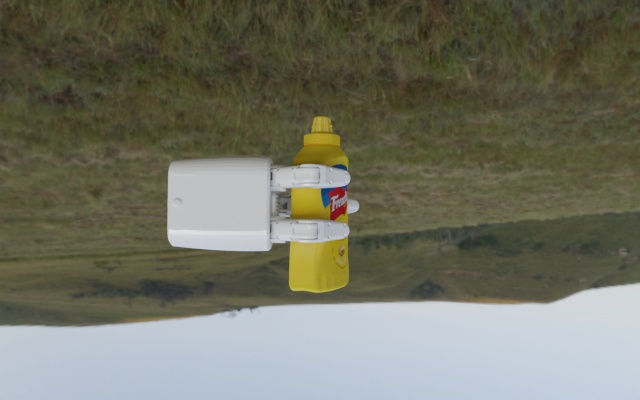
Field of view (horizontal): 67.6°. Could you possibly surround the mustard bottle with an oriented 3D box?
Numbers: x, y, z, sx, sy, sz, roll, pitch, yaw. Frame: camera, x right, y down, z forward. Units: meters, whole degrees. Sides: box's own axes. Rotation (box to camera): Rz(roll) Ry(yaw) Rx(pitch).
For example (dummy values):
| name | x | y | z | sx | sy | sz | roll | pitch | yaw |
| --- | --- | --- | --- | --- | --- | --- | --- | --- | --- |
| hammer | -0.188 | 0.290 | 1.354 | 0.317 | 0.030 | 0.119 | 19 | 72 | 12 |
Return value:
| name | x | y | z | sx | sy | sz | roll | pitch | yaw |
| --- | --- | --- | --- | --- | --- | --- | --- | --- | --- |
| mustard bottle | 0.000 | 0.002 | 0.539 | 0.058 | 0.191 | 0.096 | 0 | -2 | 25 |
